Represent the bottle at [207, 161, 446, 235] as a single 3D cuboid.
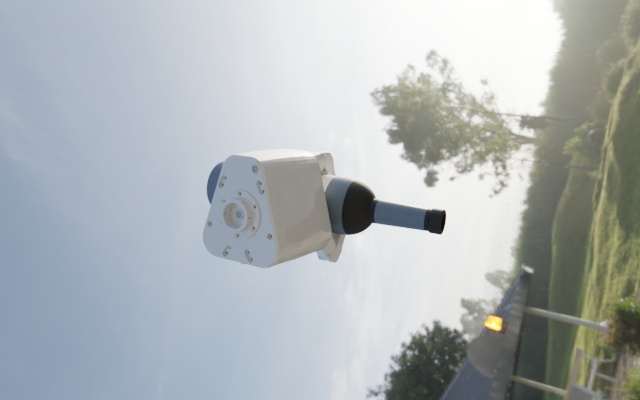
[{"bbox_3d":[0.000,0.002,0.571,0.295,0.069,0.069,9,4,26],"label":"bottle"}]
